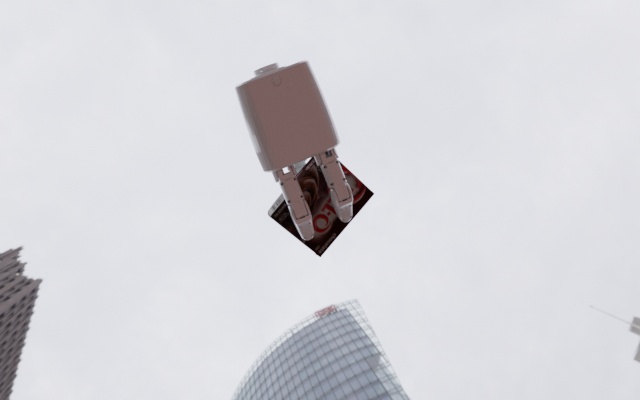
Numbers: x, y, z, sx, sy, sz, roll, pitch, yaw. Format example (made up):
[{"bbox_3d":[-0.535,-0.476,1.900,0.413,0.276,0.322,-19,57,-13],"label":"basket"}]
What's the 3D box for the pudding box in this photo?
[{"bbox_3d":[0.000,0.002,0.620,0.090,0.113,0.039,41,1,-20],"label":"pudding box"}]
